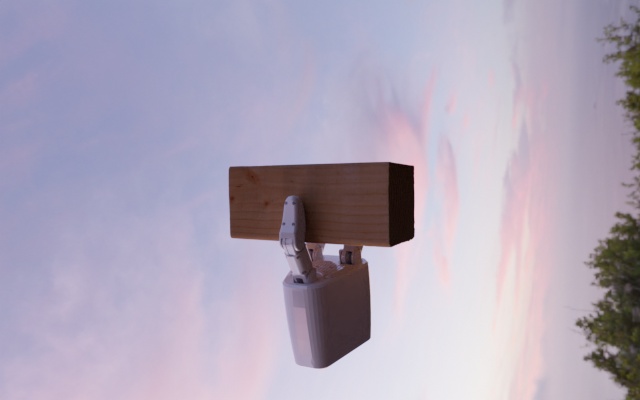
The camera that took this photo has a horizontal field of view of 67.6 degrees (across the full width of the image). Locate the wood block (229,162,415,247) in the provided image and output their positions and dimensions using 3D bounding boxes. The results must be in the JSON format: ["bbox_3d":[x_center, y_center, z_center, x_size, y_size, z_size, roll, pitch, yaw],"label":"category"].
[{"bbox_3d":[0.000,0.002,0.572,0.206,0.090,0.091,0,2,27],"label":"wood block"}]
